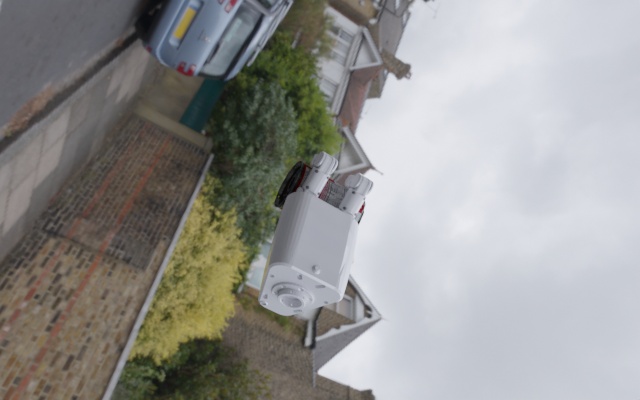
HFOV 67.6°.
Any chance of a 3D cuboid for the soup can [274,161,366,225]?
[{"bbox_3d":[0.000,0.002,0.631,0.102,0.068,0.068,29,-9,-16],"label":"soup can"}]
